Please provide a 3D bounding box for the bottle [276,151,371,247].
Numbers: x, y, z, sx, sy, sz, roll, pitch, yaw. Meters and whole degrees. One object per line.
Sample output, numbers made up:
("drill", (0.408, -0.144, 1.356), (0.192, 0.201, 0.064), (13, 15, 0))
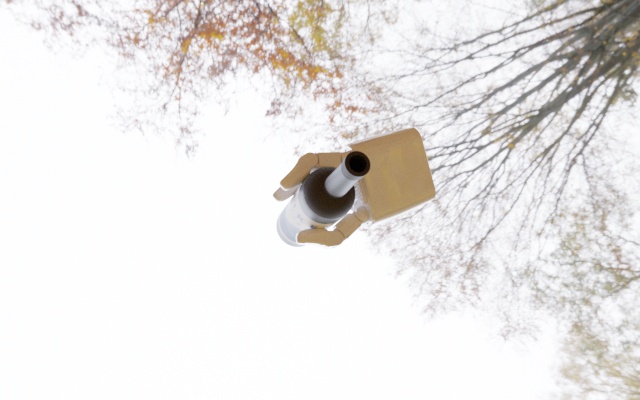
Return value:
("bottle", (0.000, 0.002, 0.614), (0.069, 0.069, 0.296), (0, -15, -15))
